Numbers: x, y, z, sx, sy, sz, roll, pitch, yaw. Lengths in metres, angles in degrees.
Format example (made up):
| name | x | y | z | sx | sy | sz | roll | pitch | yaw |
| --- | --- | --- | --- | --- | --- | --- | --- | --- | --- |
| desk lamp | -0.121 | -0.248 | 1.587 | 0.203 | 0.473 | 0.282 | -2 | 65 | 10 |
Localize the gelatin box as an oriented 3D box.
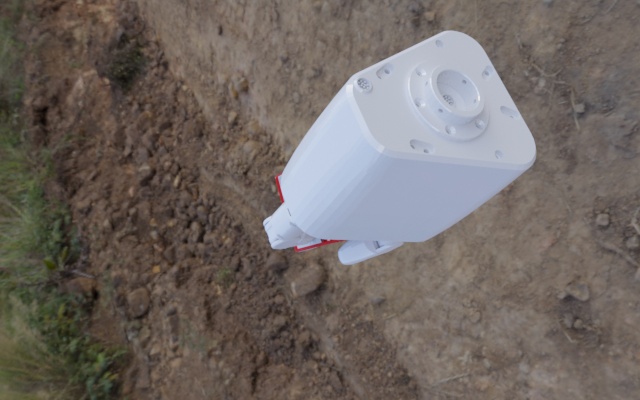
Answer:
| name | x | y | z | sx | sy | sz | roll | pitch | yaw |
| --- | --- | --- | --- | --- | --- | --- | --- | --- | --- |
| gelatin box | 0.000 | 0.002 | 0.409 | 0.030 | 0.073 | 0.089 | -14 | -4 | -32 |
